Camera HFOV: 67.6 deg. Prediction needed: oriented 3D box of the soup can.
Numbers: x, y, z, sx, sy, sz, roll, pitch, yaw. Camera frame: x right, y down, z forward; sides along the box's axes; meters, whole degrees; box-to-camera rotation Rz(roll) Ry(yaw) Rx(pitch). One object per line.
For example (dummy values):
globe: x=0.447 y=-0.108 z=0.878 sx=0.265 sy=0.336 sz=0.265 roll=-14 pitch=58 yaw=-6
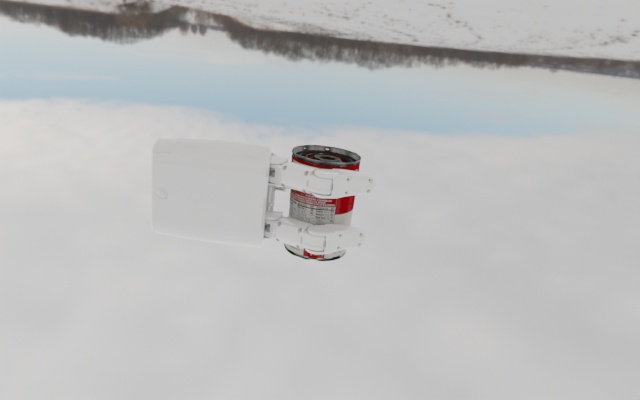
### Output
soup can: x=0.001 y=0.002 z=0.481 sx=0.068 sy=0.102 sz=0.068 roll=6 pitch=19 yaw=-2
